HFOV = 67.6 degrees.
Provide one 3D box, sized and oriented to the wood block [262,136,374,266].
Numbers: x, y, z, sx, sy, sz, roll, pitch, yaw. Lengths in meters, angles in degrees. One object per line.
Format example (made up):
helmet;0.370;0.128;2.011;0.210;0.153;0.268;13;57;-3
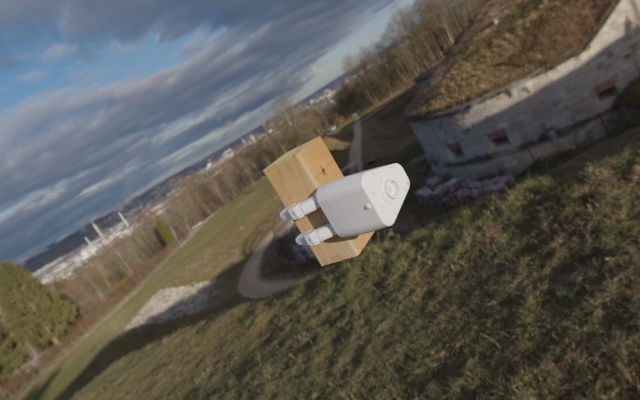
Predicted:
wood block;0.001;0.002;0.864;0.090;0.206;0.090;-22;15;36
